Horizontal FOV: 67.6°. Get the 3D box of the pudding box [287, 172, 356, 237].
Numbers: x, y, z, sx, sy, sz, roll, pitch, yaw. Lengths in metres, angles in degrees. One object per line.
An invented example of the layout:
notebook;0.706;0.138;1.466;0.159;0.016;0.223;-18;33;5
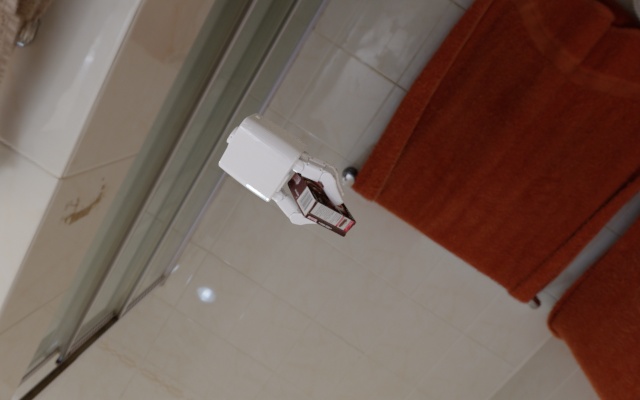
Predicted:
pudding box;0.000;0.003;0.800;0.090;0.039;0.113;28;20;-31
